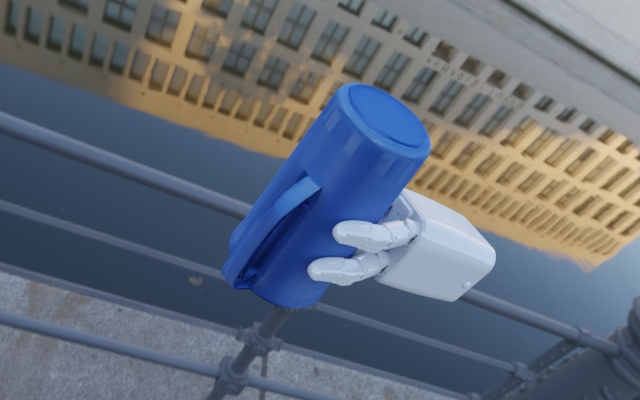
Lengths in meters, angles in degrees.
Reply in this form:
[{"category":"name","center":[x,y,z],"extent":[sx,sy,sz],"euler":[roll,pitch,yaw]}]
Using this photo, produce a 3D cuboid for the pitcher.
[{"category":"pitcher","center":[0.000,0.002,0.510],"extent":[0.145,0.243,0.149],"euler":[22,37,-19]}]
